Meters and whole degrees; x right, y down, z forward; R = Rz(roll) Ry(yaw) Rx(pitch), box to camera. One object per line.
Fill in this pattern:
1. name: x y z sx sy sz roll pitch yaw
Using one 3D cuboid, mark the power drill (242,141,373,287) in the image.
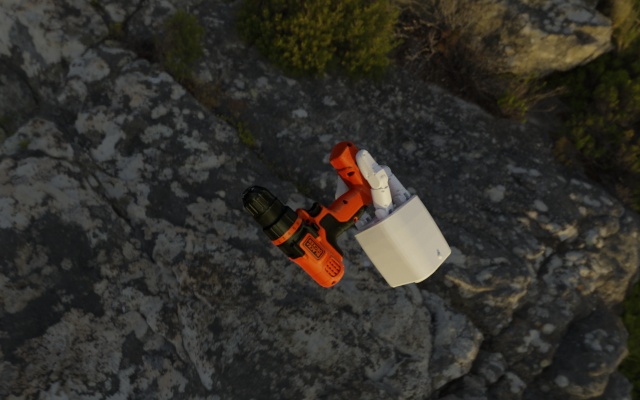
1. power drill: 0.001 0.002 0.694 0.184 0.187 0.057 47 -24 -17
